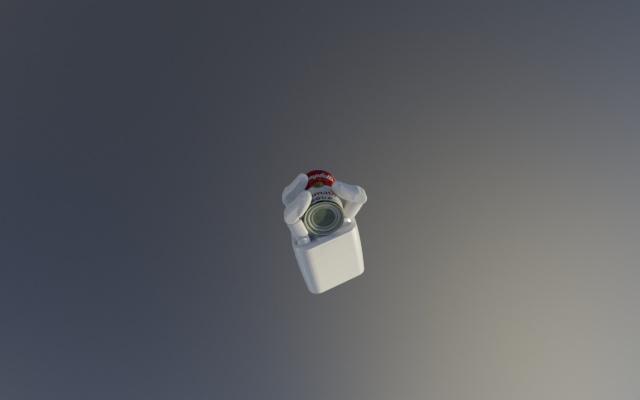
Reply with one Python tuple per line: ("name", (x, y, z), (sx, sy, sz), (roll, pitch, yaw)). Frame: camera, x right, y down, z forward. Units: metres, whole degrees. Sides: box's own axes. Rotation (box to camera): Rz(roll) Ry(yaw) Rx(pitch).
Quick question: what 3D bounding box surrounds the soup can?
("soup can", (0.000, 0.002, 0.791), (0.068, 0.068, 0.102), (0, 32, -7))
